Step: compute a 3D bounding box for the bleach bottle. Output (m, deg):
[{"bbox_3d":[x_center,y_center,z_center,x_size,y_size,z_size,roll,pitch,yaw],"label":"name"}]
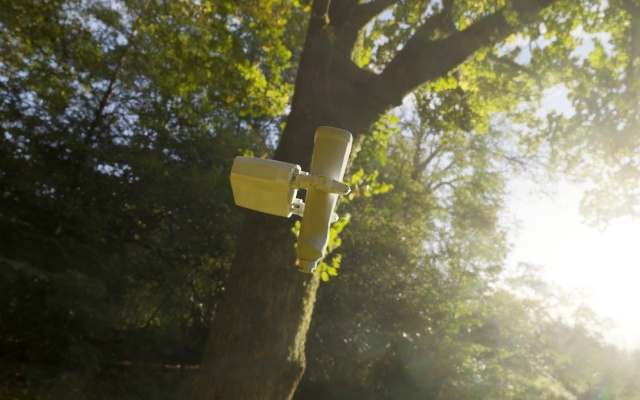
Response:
[{"bbox_3d":[0.000,0.003,0.850,0.068,0.250,0.102,11,-15,4],"label":"bleach bottle"}]
